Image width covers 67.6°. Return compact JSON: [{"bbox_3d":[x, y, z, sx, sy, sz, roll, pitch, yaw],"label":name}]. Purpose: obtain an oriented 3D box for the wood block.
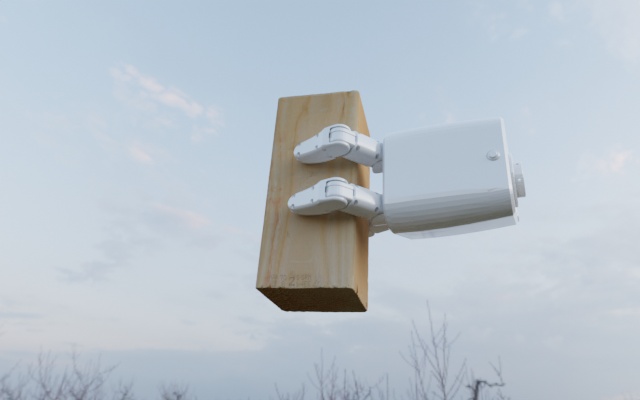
[{"bbox_3d":[0.001,0.002,0.487,0.090,0.206,0.091,-3,-27,13],"label":"wood block"}]
